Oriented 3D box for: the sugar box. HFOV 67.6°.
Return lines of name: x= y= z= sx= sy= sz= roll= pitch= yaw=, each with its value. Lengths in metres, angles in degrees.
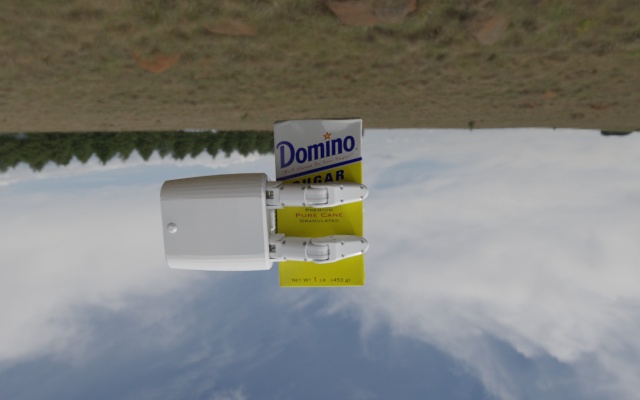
sugar box: x=0.000 y=0.002 z=0.510 sx=0.093 sy=0.176 sz=0.048 roll=-2 pitch=9 yaw=4
